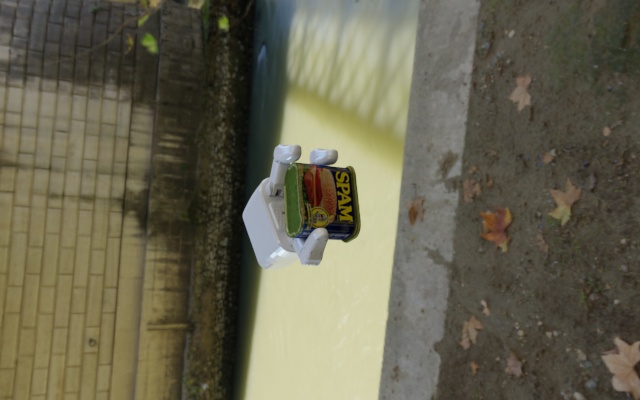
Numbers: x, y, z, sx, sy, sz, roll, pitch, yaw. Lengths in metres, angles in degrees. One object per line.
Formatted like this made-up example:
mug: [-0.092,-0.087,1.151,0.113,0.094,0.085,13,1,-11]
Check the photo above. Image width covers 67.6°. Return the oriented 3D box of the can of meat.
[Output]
can of meat: [0.000,0.002,0.626,0.084,0.102,0.057,4,-21,-24]
